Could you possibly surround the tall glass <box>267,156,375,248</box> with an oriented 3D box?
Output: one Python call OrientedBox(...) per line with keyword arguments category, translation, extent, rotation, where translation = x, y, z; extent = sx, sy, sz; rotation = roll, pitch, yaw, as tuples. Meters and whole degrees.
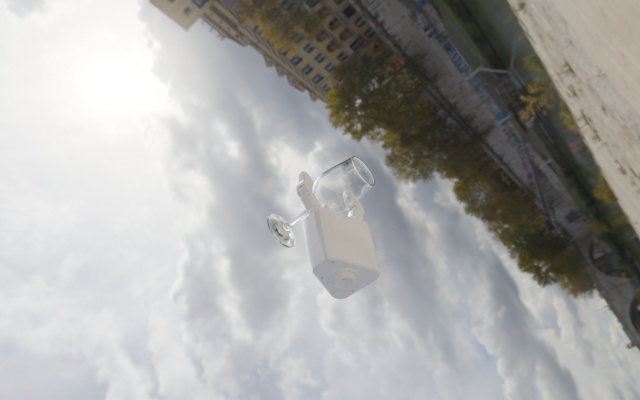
OrientedBox(category="tall glass", translation=(0.000, 0.003, 0.856), extent=(0.201, 0.079, 0.079), rotation=(-36, -16, 23))
